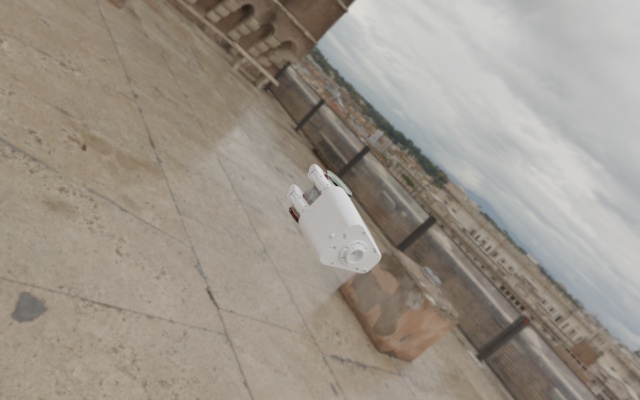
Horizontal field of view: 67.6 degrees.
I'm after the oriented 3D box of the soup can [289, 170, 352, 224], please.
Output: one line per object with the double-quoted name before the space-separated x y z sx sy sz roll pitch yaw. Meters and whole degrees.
"soup can" 0.000 0.002 0.881 0.102 0.068 0.068 -45 -12 12
